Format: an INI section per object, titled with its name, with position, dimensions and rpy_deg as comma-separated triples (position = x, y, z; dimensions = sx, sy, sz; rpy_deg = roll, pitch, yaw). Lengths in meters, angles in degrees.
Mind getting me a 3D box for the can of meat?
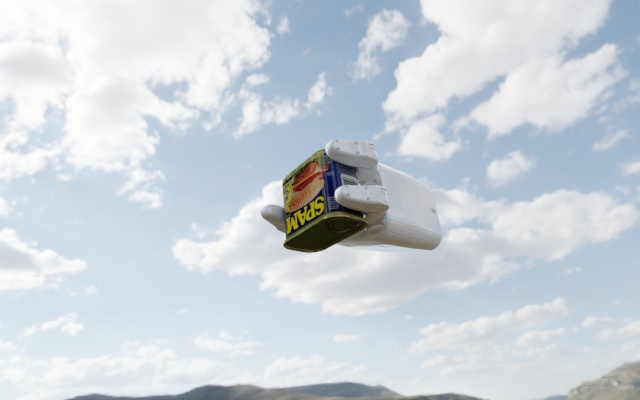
[can of meat]
position = 0.000, 0.001, 0.537
dimensions = 0.057, 0.084, 0.102
rpy_deg = 14, -32, -35
